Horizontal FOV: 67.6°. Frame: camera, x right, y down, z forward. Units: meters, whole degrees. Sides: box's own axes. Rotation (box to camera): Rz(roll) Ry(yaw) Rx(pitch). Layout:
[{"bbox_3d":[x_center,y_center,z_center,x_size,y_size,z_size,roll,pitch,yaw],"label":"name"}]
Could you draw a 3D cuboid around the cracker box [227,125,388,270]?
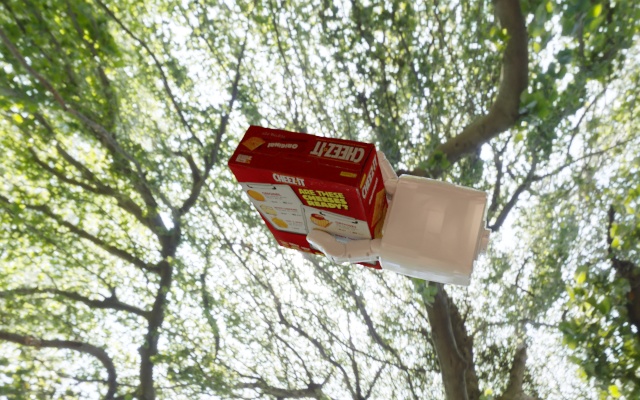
[{"bbox_3d":[0.000,0.002,0.619,0.164,0.072,0.214,11,-29,21],"label":"cracker box"}]
